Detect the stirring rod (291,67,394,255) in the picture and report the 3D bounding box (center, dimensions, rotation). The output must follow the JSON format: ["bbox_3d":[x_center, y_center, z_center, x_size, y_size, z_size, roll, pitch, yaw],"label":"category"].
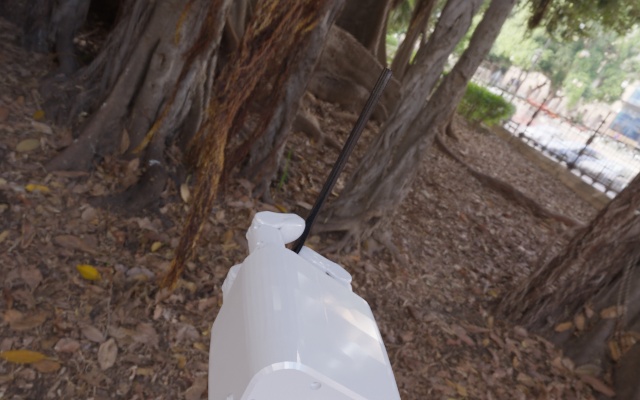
[{"bbox_3d":[0.000,0.001,0.402,0.011,0.240,0.011,24,21,-10],"label":"stirring rod"}]
